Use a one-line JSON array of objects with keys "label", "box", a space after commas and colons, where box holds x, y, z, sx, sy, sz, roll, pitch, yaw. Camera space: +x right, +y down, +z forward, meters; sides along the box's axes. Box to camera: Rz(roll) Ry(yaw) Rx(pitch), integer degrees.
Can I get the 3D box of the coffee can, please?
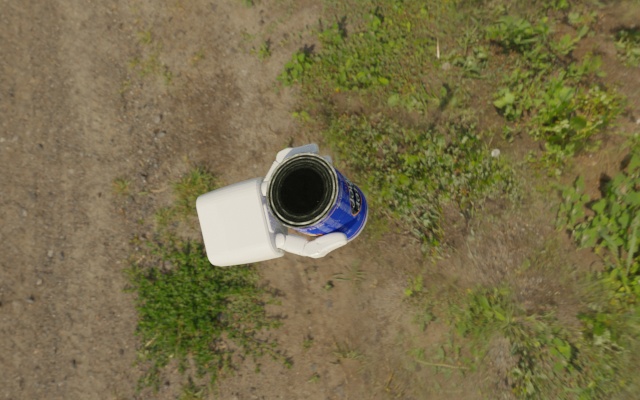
[{"label": "coffee can", "box": [0.000, 0.002, 0.678, 0.103, 0.102, 0.140, 0, -13, 22]}]
